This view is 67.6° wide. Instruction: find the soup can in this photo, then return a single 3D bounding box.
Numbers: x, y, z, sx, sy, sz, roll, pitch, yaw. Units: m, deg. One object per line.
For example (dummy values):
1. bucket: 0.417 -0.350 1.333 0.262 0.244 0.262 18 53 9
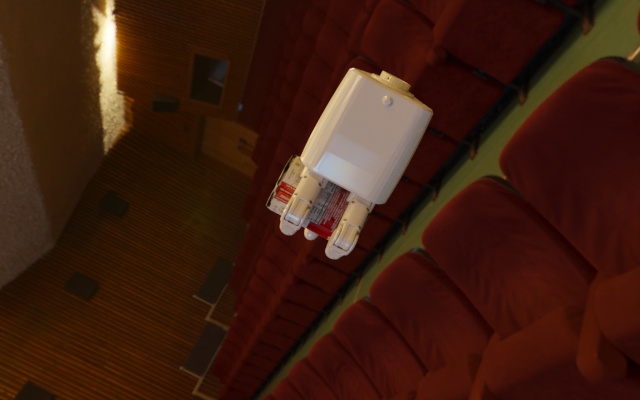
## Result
1. soup can: 0.000 0.002 0.527 0.102 0.068 0.068 28 -1 -2
